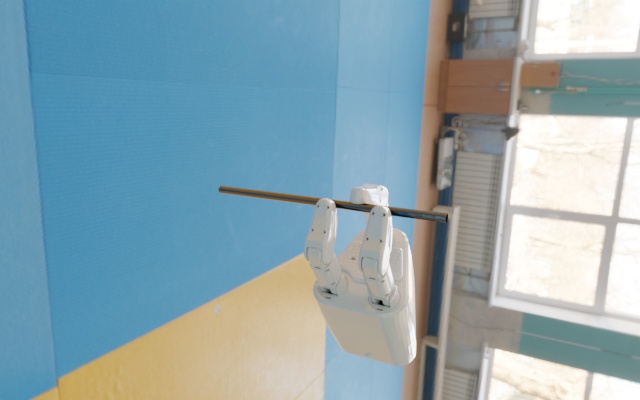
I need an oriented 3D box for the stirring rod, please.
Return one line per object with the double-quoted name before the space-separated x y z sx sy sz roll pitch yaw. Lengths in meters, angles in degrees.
"stirring rod" 0.000 0.001 0.456 0.239 0.011 0.011 7 3 27
